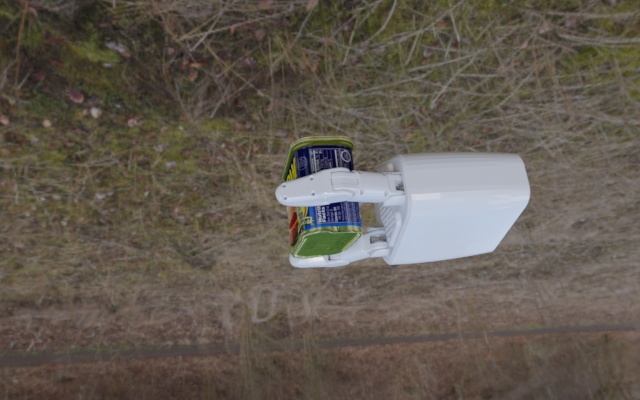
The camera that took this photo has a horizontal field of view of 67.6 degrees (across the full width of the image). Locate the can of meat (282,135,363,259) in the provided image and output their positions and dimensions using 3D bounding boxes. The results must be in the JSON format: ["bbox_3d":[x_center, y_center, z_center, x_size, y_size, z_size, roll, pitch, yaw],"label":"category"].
[{"bbox_3d":[0.000,0.002,0.433,0.057,0.084,0.102,-3,-18,-12],"label":"can of meat"}]
